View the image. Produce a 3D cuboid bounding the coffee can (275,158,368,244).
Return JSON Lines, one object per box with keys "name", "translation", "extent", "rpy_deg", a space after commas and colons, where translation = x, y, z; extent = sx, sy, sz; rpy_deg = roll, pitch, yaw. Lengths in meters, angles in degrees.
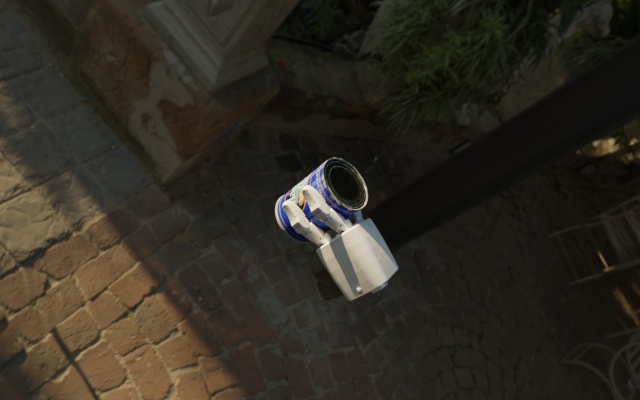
{"name": "coffee can", "translation": [0.000, 0.003, 0.854], "extent": [0.103, 0.102, 0.140], "rpy_deg": [0, -27, -44]}
